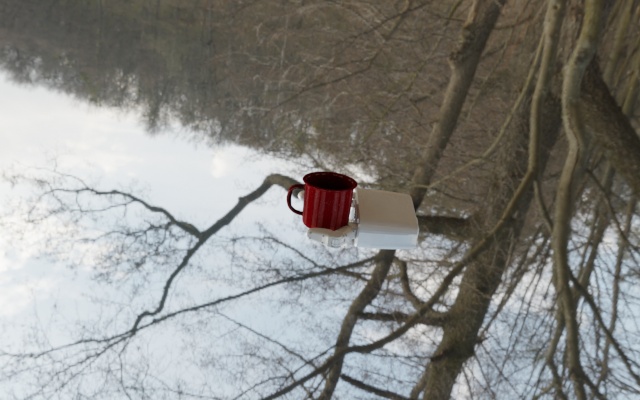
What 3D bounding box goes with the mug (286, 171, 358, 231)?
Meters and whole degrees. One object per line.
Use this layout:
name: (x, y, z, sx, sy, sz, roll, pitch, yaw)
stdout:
mug: (-0.001, 0.003, 0.814, 0.117, 0.081, 0.093, 5, 22, -5)
